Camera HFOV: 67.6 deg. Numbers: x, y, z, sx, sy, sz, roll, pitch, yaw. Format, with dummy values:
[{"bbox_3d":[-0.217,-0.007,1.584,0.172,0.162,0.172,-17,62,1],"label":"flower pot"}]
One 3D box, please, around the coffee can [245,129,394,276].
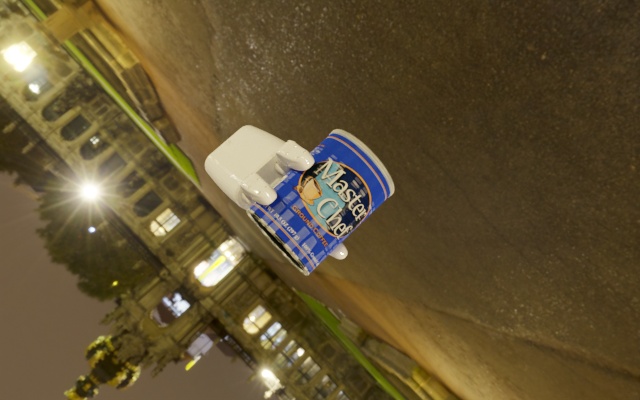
[{"bbox_3d":[0.000,0.002,0.551,0.140,0.103,0.103,-43,10,-11],"label":"coffee can"}]
